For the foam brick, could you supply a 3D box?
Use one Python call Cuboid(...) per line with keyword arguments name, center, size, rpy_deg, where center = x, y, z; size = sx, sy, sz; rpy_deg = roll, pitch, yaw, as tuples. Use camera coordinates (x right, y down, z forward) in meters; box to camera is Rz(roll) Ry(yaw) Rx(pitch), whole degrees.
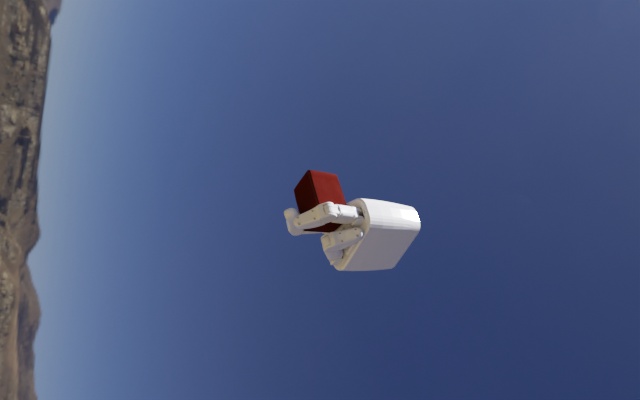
Cuboid(name="foam brick", center=(0.000, 0.002, 0.713), size=(0.051, 0.078, 0.053), rpy_deg=(5, -35, -32))
